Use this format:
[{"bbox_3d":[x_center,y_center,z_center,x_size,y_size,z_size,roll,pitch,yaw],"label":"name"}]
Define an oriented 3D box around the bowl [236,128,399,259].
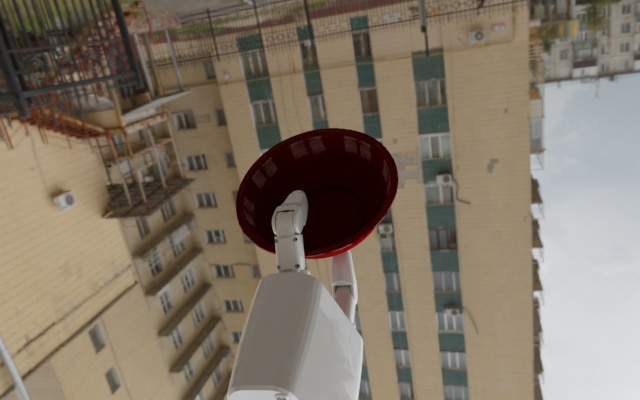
[{"bbox_3d":[0.001,0.001,0.482,0.162,0.162,0.055,0,-38,18],"label":"bowl"}]
